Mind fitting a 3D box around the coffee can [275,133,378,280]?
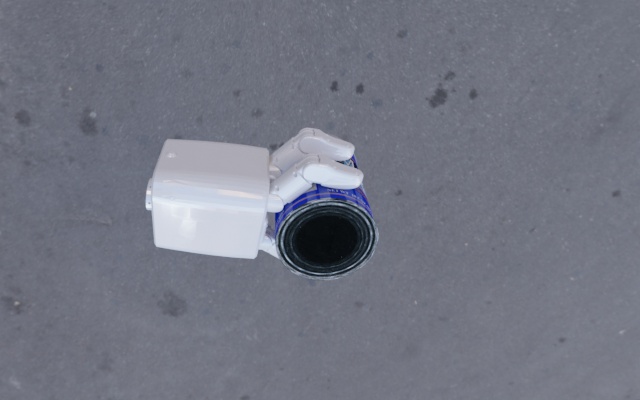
[{"bbox_3d":[0.000,0.002,0.524,0.103,0.103,0.140,0,34,-7],"label":"coffee can"}]
